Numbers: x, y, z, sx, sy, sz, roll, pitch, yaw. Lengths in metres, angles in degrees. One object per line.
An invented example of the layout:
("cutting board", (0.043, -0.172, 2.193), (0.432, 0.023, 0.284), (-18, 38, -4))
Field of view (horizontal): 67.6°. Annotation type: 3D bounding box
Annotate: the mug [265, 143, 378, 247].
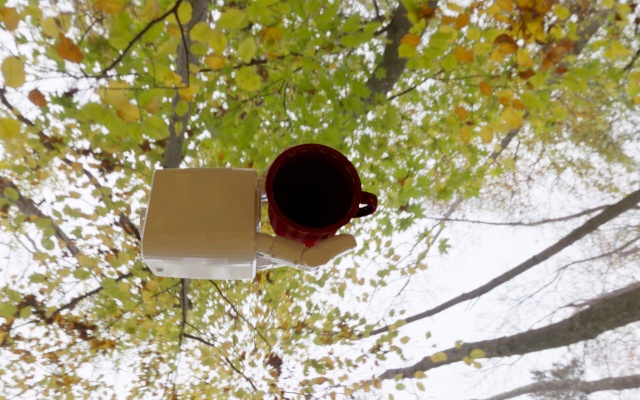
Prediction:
("mug", (0.001, 0.002, 0.491), (0.117, 0.093, 0.081), (2, -21, -8))
